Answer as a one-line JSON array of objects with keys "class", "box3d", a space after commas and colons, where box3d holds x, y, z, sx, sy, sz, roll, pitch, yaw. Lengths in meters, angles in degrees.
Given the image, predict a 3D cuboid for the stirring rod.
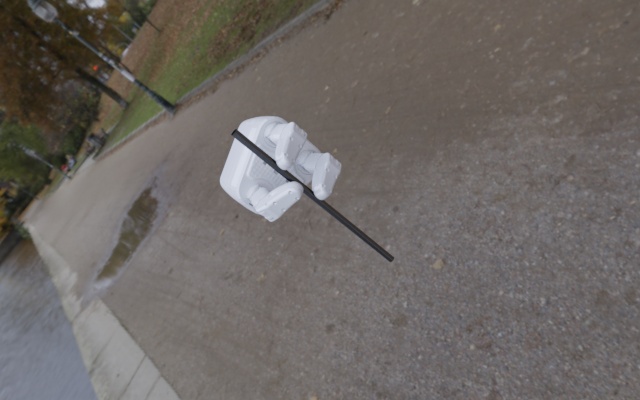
[{"class": "stirring rod", "box3d": [0.000, 0.002, 0.517, 0.239, 0.011, 0.011, 39, -19, -25]}]
